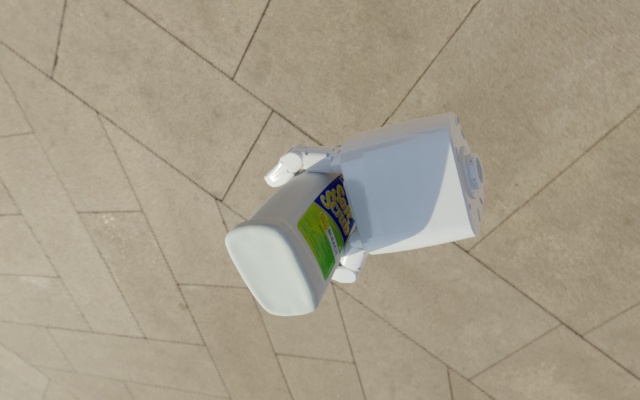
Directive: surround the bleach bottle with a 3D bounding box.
[{"bbox_3d":[0.000,0.002,0.506,0.068,0.103,0.250,-11,26,29],"label":"bleach bottle"}]
